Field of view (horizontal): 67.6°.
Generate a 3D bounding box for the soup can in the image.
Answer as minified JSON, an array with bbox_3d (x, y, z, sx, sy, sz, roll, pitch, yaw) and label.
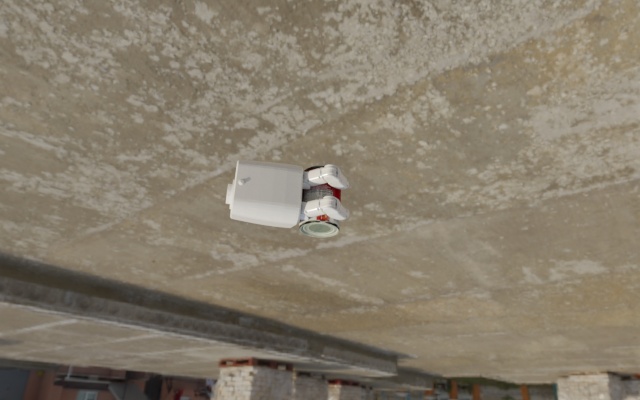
[{"bbox_3d":[0.001,0.003,0.793,0.068,0.102,0.068,2,-25,1],"label":"soup can"}]
